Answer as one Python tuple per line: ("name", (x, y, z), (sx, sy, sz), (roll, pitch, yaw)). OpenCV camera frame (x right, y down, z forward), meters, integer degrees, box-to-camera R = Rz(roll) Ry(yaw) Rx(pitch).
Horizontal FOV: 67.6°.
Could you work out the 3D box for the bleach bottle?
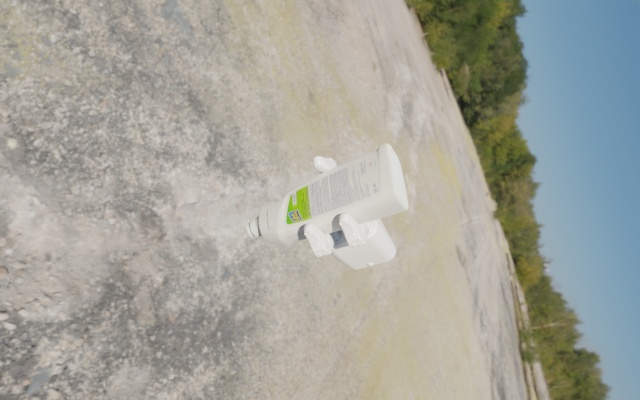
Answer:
("bleach bottle", (0.000, 0.002, 0.723), (0.251, 0.102, 0.068), (-18, -35, 20))
